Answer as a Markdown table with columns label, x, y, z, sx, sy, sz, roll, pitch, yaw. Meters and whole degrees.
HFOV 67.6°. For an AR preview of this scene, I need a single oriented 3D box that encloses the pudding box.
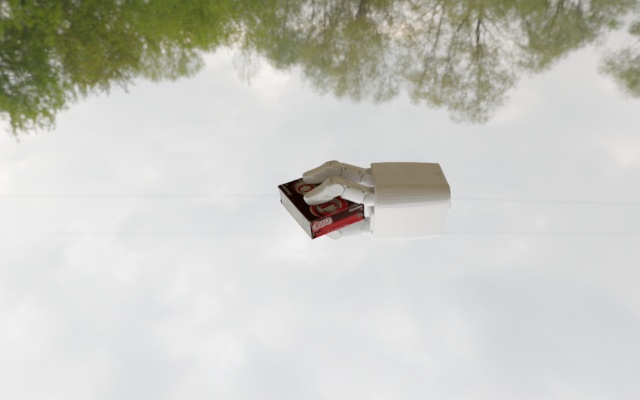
| label | x | y | z | sx | sy | sz | roll | pitch | yaw |
| --- | --- | --- | --- | --- | --- | --- | --- | --- | --- |
| pudding box | 0.000 | 0.002 | 0.708 | 0.090 | 0.039 | 0.113 | -20 | 35 | -21 |
